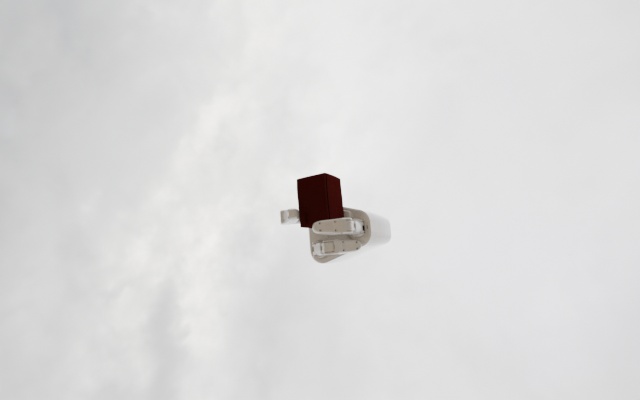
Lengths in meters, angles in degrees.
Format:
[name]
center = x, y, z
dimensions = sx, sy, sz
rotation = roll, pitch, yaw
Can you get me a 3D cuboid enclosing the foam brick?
[foam brick]
center = 0.000, 0.002, 0.734
dimensions = 0.053, 0.078, 0.051
rotation = -9, -9, 28
